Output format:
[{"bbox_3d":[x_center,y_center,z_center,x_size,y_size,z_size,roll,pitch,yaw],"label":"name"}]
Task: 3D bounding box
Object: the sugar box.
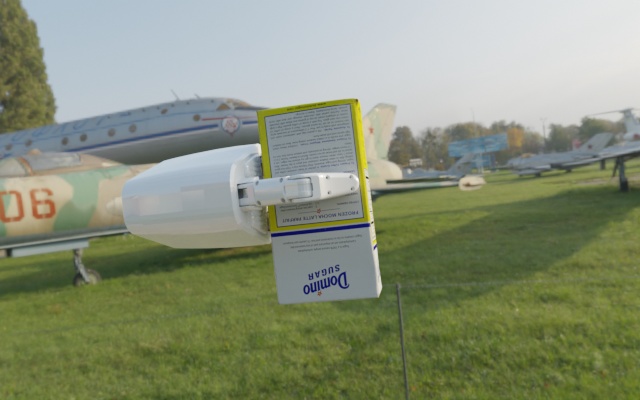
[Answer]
[{"bbox_3d":[0.000,0.001,0.436,0.093,0.176,0.048,-6,2,11],"label":"sugar box"}]
